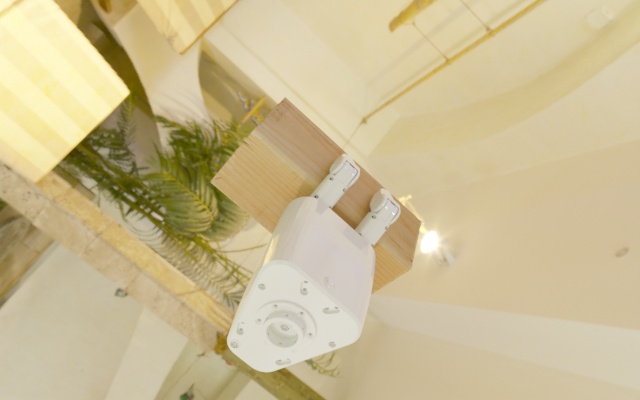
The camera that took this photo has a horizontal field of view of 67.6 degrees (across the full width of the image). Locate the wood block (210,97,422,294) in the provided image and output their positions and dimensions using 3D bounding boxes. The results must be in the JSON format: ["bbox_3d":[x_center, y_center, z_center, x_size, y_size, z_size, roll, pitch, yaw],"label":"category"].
[{"bbox_3d":[0.000,0.002,0.517,0.091,0.206,0.090,-41,12,35],"label":"wood block"}]
